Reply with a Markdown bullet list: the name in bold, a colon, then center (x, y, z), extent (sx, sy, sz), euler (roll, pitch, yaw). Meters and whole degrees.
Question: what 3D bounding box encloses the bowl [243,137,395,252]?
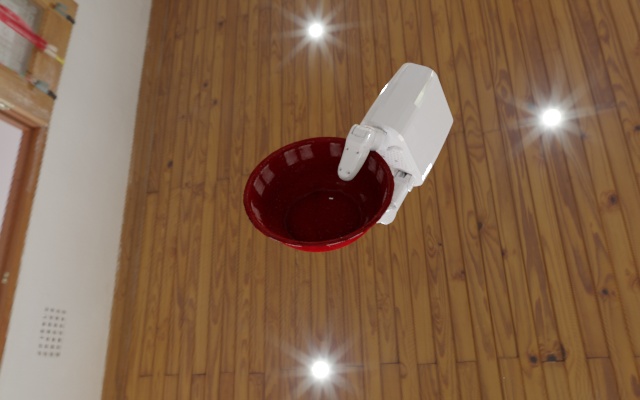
- **bowl**: center (-0.001, 0.003, 0.526), extent (0.162, 0.162, 0.055), euler (0, -43, 9)
